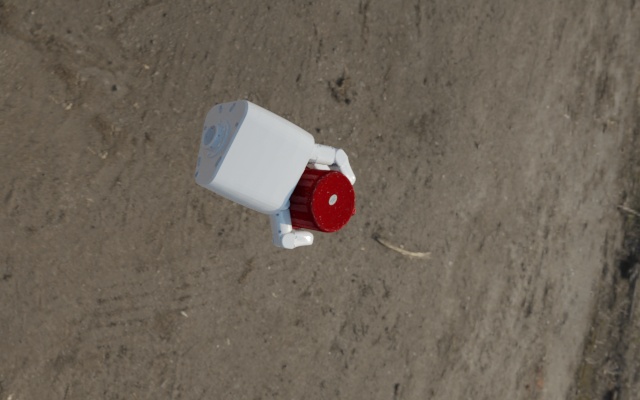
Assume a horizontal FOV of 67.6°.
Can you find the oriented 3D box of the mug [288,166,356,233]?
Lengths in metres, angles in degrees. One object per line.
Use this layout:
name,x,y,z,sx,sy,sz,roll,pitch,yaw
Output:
mug,0.001,0.003,0.649,0.117,0.093,0.081,23,-10,-40
